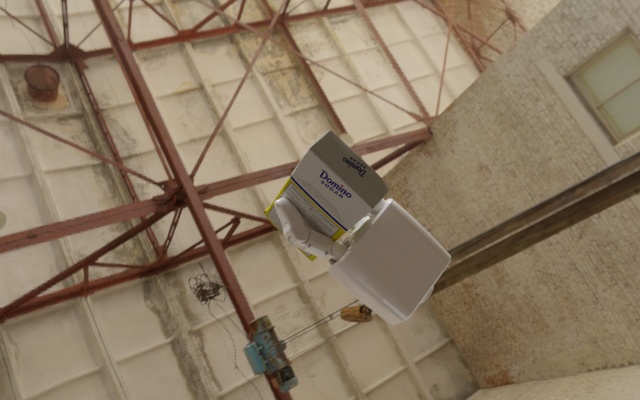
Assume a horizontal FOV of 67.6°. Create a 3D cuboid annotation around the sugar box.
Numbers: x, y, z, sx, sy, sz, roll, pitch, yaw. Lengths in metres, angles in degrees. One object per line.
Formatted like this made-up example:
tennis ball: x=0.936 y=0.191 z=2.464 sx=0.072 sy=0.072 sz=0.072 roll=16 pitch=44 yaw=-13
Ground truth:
sugar box: x=0.000 y=0.002 z=0.567 sx=0.048 sy=0.093 sz=0.176 roll=-45 pitch=-1 yaw=-36
